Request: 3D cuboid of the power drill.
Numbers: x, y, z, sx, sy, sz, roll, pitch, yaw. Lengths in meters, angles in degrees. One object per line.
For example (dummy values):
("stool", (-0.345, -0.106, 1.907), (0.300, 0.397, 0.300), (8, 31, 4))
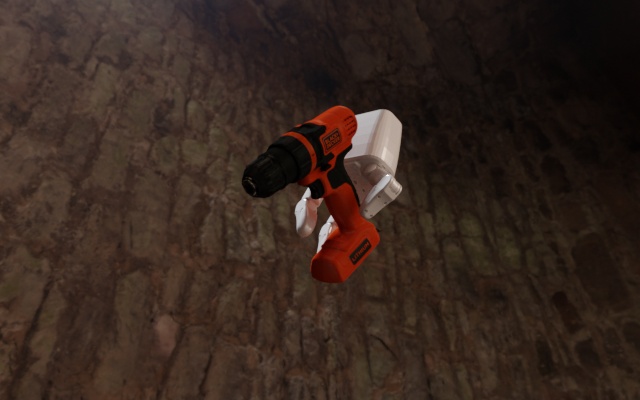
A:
("power drill", (0.000, 0.002, 0.564), (0.057, 0.188, 0.184), (6, 33, 40))
